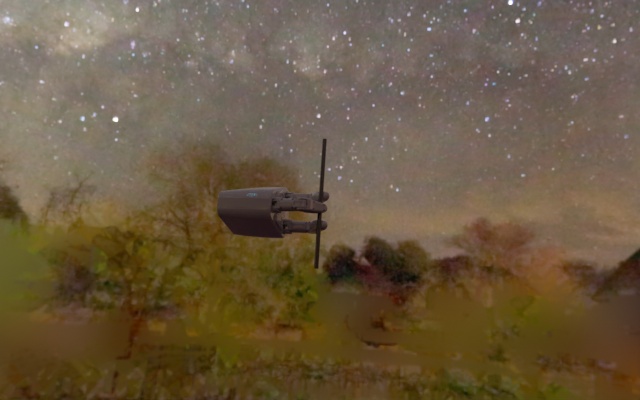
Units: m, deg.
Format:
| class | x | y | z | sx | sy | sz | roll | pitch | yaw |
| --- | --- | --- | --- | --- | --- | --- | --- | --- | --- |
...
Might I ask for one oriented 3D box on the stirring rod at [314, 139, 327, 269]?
| class | x | y | z | sx | sy | sz | roll | pitch | yaw |
| --- | --- | --- | --- | --- | --- | --- | --- | --- | --- |
| stirring rod | 0.000 | 0.003 | 0.868 | 0.011 | 0.239 | 0.011 | 4 | -12 | 1 |
